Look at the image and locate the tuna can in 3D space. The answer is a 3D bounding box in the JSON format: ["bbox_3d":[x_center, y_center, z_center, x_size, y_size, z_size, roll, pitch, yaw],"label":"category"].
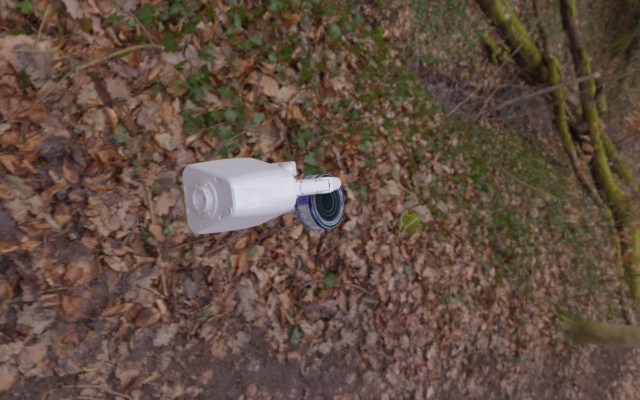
[{"bbox_3d":[0.001,0.002,0.724,0.034,0.086,0.086,-6,-4,39],"label":"tuna can"}]
